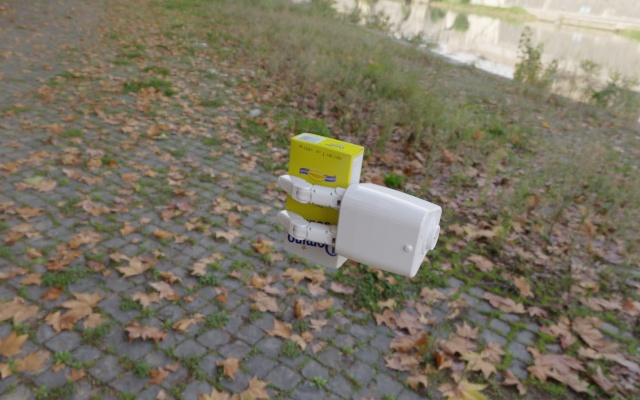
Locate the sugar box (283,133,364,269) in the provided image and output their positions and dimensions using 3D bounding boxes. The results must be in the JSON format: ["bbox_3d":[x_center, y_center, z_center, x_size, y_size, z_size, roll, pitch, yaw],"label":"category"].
[{"bbox_3d":[0.000,0.002,0.661,0.093,0.176,0.048,18,27,23],"label":"sugar box"}]
